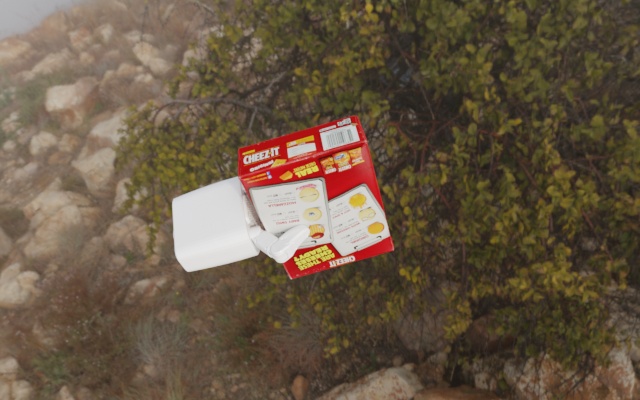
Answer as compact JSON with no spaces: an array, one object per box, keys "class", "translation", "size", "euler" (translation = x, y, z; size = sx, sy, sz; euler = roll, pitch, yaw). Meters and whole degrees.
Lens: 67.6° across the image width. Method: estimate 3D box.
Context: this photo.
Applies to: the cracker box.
[{"class":"cracker box","translation":[0.000,0.002,0.663],"size":[0.164,0.214,0.072],"euler":[-16,43,5]}]
